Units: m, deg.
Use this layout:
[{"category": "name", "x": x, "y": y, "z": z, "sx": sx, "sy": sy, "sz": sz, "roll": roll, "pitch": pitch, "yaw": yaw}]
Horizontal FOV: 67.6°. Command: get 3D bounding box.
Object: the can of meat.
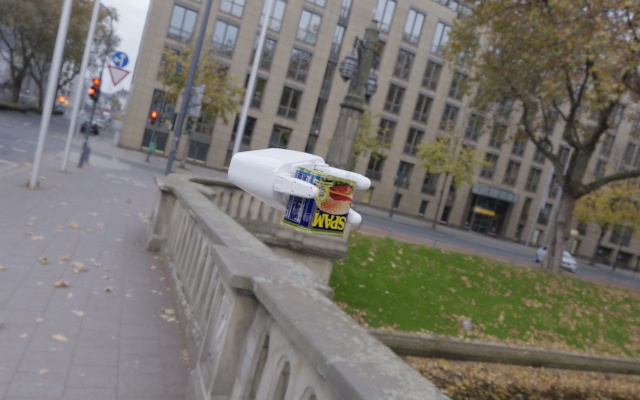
[{"category": "can of meat", "x": 0.000, "y": 0.002, "z": 0.681, "sx": 0.057, "sy": 0.084, "sz": 0.102, "roll": 18, "pitch": 5, "yaw": 42}]
